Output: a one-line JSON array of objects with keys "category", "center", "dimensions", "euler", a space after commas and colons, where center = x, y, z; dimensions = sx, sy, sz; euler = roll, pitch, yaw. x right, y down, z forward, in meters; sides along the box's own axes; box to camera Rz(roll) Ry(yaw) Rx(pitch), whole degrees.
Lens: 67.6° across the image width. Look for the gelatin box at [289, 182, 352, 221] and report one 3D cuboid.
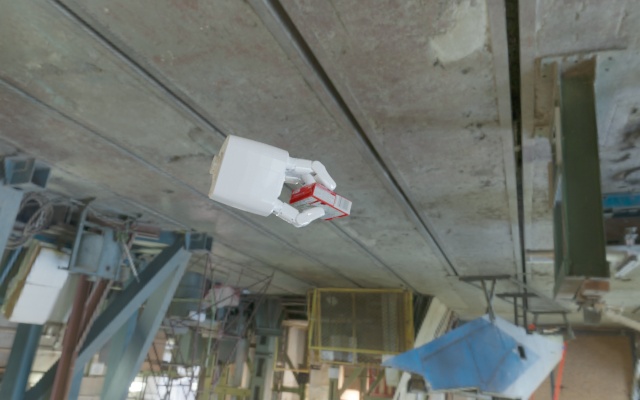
[{"category": "gelatin box", "center": [0.000, 0.003, 0.862], "dimensions": [0.089, 0.030, 0.073], "euler": [28, -25, -28]}]
